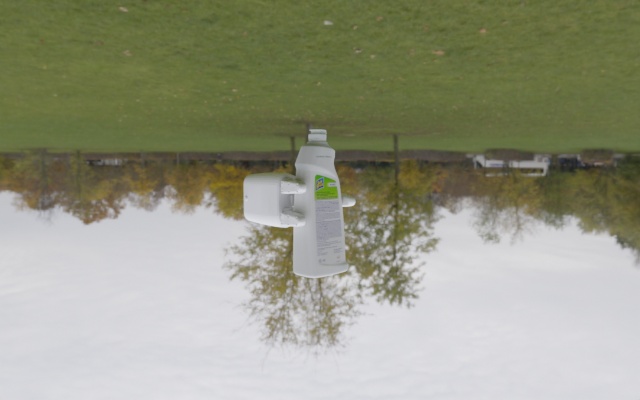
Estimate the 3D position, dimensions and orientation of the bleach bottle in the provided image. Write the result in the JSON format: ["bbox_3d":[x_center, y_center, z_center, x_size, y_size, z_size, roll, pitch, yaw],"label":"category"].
[{"bbox_3d":[0.000,0.003,0.838,0.068,0.251,0.102,5,6,43],"label":"bleach bottle"}]
